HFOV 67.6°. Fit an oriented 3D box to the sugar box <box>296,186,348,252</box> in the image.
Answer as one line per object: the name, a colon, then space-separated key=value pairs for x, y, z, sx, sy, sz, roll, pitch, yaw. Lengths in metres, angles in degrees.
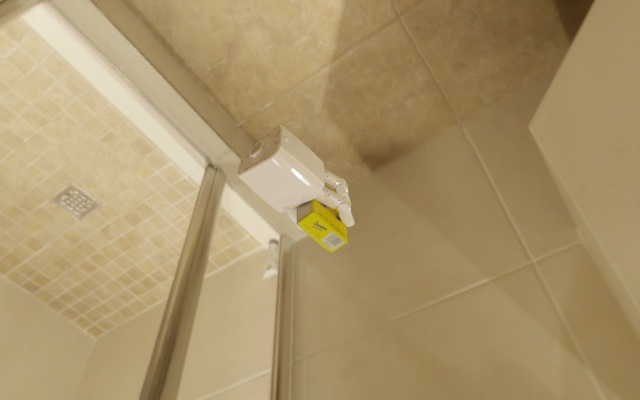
sugar box: x=0.000 y=0.003 z=0.868 sx=0.048 sy=0.176 sz=0.093 roll=-34 pitch=-58 yaw=23
